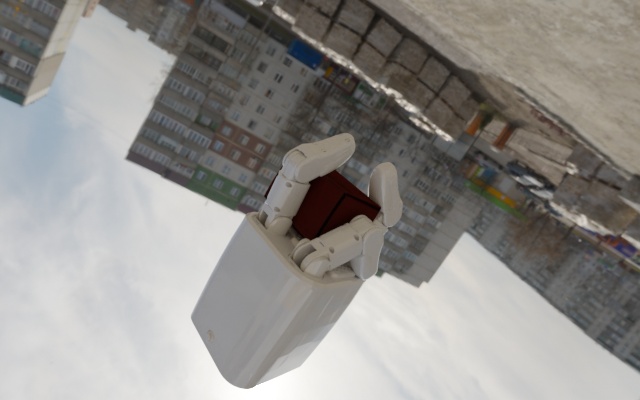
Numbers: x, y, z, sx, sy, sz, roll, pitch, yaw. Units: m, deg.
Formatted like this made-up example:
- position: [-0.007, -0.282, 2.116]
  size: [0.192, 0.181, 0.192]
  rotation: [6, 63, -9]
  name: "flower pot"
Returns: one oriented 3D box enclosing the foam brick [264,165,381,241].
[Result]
- position: [0.000, 0.001, 0.403]
  size: [0.053, 0.051, 0.078]
  rotation: [21, 17, -46]
  name: "foam brick"
